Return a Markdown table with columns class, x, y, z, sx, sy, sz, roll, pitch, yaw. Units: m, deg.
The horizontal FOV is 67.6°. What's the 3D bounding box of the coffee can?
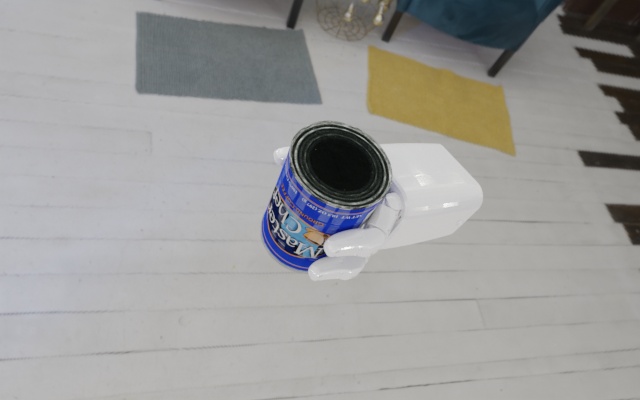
| class | x | y | z | sx | sy | sz | roll | pitch | yaw |
| --- | --- | --- | --- | --- | --- | --- | --- | --- | --- |
| coffee can | 0.000 | 0.002 | 0.501 | 0.103 | 0.102 | 0.140 | 0 | -32 | -20 |
